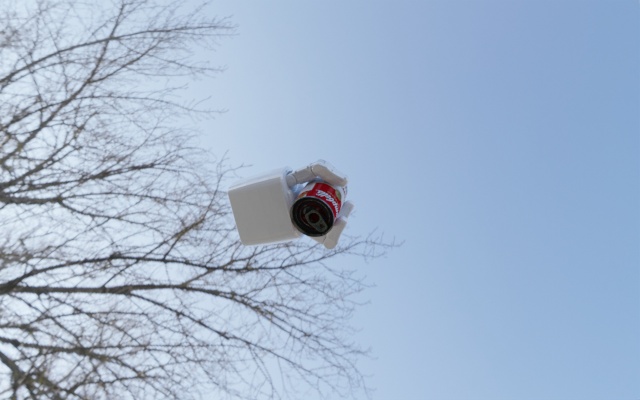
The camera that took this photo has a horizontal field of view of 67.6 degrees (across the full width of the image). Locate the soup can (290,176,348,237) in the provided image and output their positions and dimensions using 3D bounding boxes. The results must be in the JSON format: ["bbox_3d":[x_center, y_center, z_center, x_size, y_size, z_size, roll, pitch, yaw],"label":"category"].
[{"bbox_3d":[0.001,0.002,0.742,0.068,0.068,0.102,0,27,17],"label":"soup can"}]
